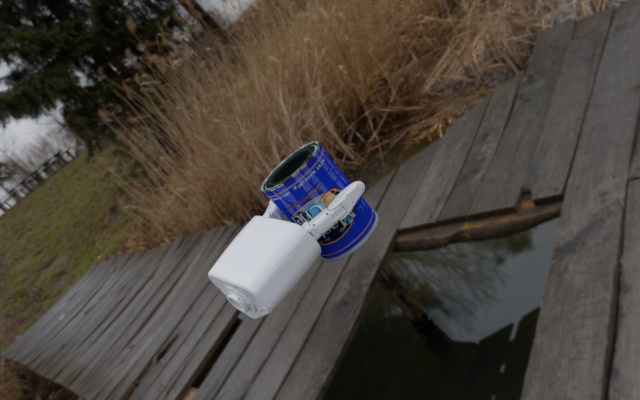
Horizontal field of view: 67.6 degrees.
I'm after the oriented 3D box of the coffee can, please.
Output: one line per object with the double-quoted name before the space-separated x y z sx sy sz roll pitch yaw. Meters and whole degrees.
"coffee can" 0.000 0.002 0.674 0.103 0.140 0.102 -35 20 15
